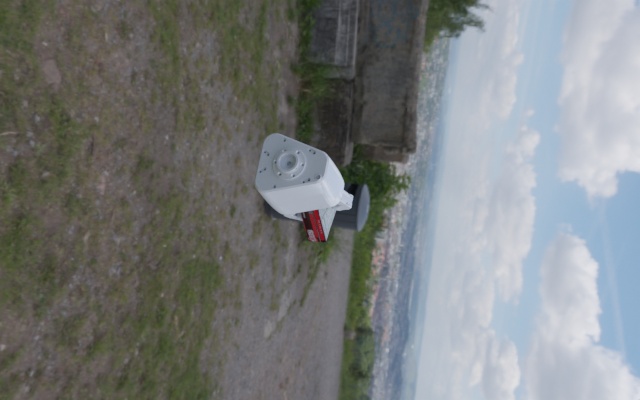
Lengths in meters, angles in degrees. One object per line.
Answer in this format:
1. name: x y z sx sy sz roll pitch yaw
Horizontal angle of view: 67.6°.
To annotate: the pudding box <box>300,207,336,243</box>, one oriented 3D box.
1. pudding box: 0.000 0.003 0.828 0.039 0.090 0.113 6 46 17
